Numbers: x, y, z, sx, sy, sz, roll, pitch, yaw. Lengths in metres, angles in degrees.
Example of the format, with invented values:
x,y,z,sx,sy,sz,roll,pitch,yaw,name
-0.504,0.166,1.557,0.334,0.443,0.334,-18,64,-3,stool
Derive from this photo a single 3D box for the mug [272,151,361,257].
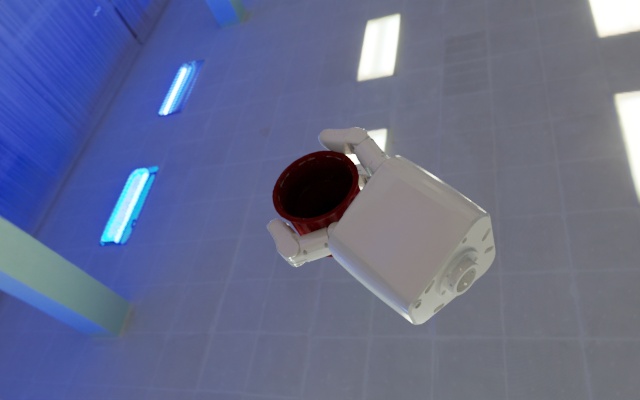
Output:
x,y,z,sx,sy,sz,roll,pitch,yaw,name
-0.001,0.001,0.520,0.117,0.093,0.082,40,-13,41,mug
